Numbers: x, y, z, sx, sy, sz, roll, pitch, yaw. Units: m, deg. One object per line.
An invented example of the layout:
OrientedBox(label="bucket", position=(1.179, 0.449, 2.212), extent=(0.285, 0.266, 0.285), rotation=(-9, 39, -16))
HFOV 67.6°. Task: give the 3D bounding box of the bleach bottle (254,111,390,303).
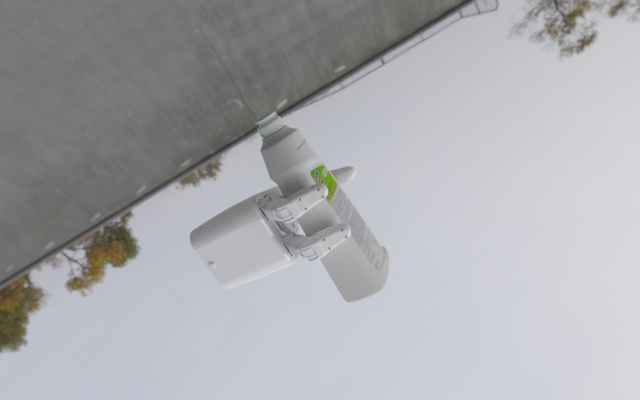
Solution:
OrientedBox(label="bleach bottle", position=(0.000, 0.002, 0.593), extent=(0.068, 0.251, 0.102), rotation=(-25, 19, 20))
